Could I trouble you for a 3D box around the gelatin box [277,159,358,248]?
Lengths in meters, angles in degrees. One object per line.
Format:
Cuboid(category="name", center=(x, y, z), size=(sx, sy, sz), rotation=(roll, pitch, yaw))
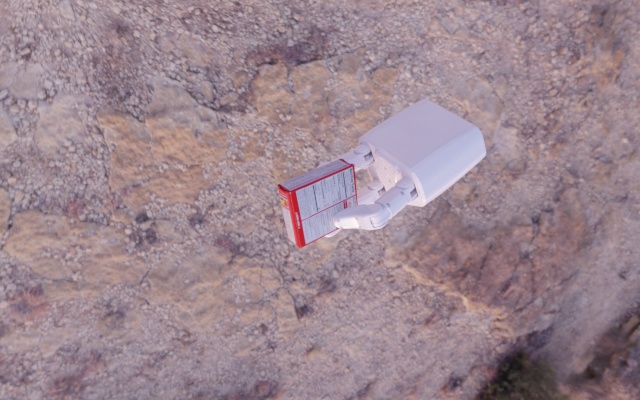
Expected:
Cuboid(category="gelatin box", center=(0.000, 0.002, 0.542), size=(0.089, 0.073, 0.030), rotation=(-25, 33, -26))
